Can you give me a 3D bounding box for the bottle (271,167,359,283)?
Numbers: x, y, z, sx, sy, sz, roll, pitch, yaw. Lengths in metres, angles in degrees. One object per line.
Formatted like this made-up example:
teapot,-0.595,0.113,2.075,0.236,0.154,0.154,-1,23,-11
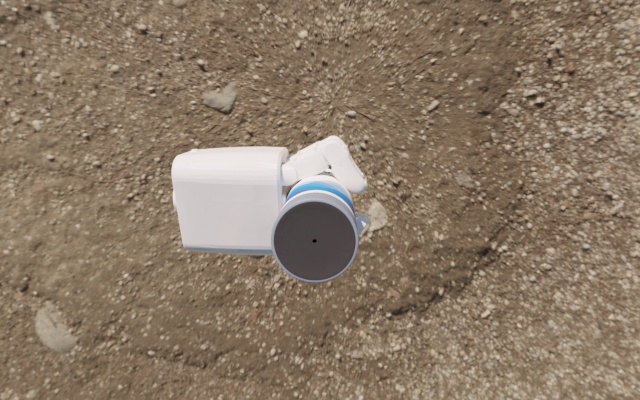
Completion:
bottle,0.000,0.002,0.501,0.069,0.069,0.295,0,11,2
